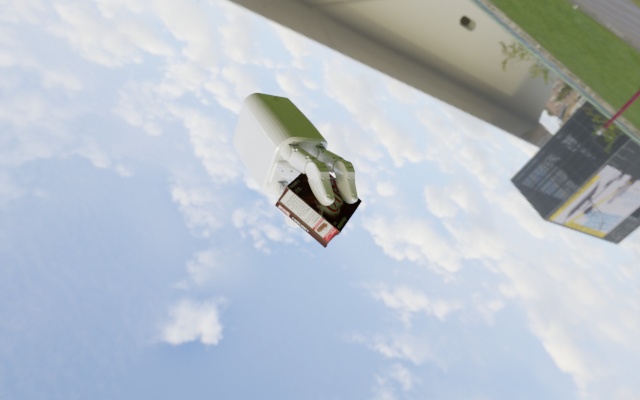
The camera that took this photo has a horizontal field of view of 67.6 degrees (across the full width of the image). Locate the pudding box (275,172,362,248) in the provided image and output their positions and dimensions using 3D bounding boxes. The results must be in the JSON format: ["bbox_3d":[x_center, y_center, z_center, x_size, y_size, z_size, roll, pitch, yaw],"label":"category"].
[{"bbox_3d":[0.000,0.002,0.644,0.090,0.039,0.113,40,31,1],"label":"pudding box"}]
